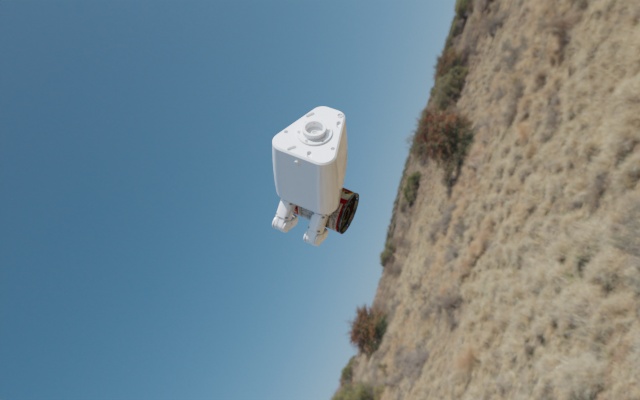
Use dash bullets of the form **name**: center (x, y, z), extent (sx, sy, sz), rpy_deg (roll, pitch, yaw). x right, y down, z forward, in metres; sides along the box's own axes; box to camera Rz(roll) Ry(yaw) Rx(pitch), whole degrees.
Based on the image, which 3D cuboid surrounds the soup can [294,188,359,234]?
- **soup can**: center (0.000, 0.003, 0.746), extent (0.102, 0.068, 0.068), rpy_deg (22, 7, 17)
